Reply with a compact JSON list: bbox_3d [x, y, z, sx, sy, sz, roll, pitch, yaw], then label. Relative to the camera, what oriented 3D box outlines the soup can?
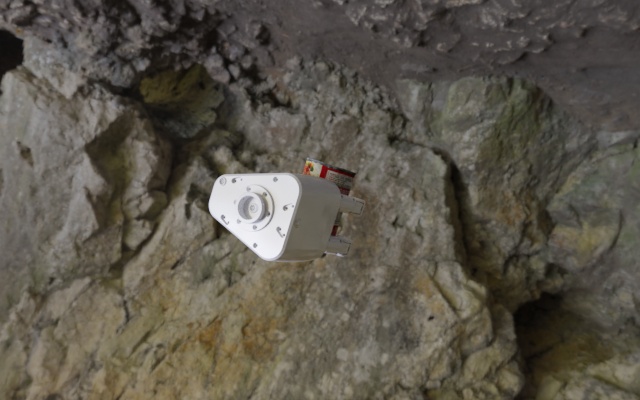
[{"bbox_3d":[0.000,0.002,0.634,0.068,0.102,0.068,17,3,-1],"label":"soup can"}]
